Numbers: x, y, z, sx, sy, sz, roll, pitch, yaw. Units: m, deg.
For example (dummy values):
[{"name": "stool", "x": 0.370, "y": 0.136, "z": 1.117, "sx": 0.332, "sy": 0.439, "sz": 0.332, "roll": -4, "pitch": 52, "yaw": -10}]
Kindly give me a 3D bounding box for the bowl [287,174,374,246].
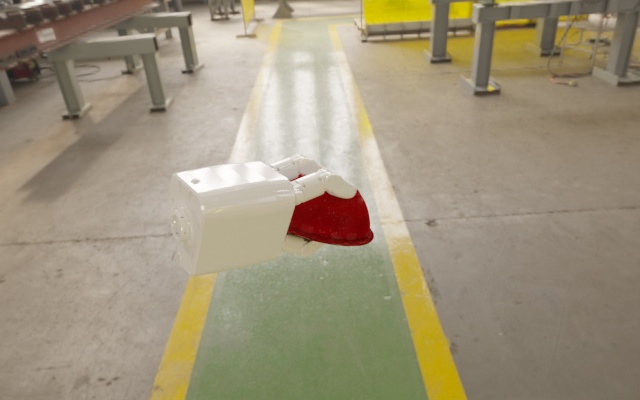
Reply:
[{"name": "bowl", "x": 0.001, "y": 0.002, "z": 0.629, "sx": 0.162, "sy": 0.055, "sz": 0.162, "roll": 15, "pitch": 15, "yaw": -4}]
